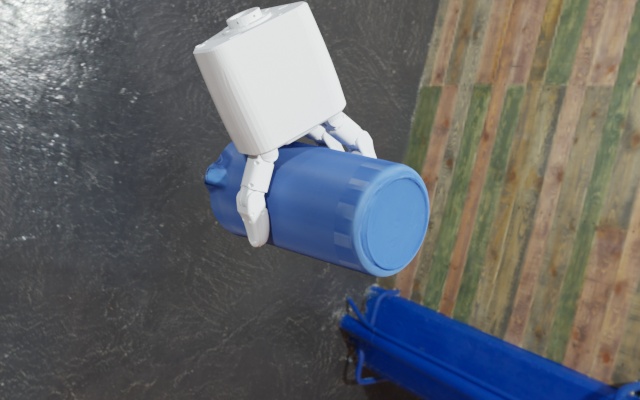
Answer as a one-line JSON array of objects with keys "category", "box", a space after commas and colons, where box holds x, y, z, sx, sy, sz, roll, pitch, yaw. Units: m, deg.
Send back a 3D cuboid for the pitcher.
[{"category": "pitcher", "box": [0.000, 0.002, 0.532, 0.149, 0.145, 0.243, -39, 34, -29]}]
